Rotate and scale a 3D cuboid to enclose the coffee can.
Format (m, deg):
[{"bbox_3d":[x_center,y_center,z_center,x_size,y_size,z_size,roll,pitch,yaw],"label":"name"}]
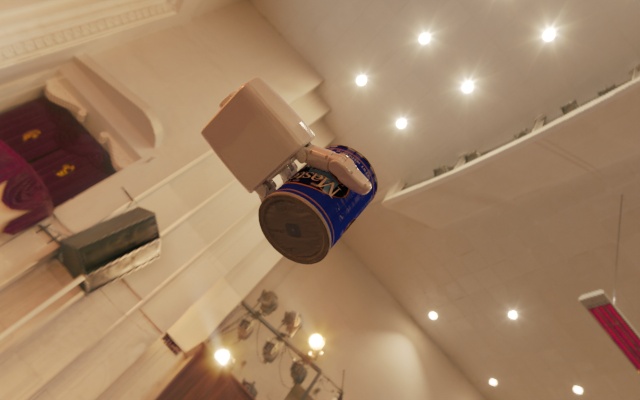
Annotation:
[{"bbox_3d":[0.000,0.002,0.630,0.103,0.103,0.140,0,30,35],"label":"coffee can"}]
